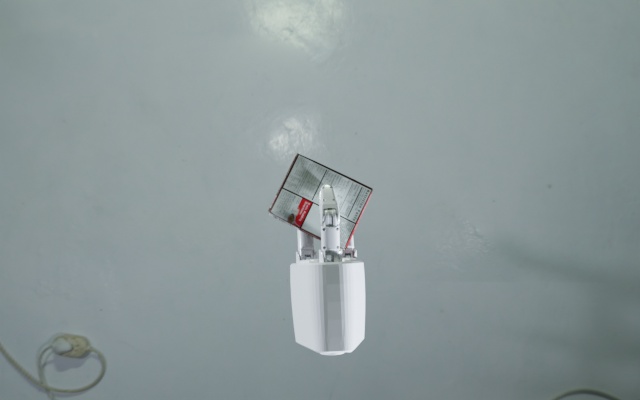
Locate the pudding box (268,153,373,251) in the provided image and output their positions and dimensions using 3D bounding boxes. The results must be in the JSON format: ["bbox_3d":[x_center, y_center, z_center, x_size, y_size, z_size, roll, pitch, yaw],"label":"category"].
[{"bbox_3d":[0.000,0.002,0.625,0.113,0.090,0.039,26,-6,-1],"label":"pudding box"}]
